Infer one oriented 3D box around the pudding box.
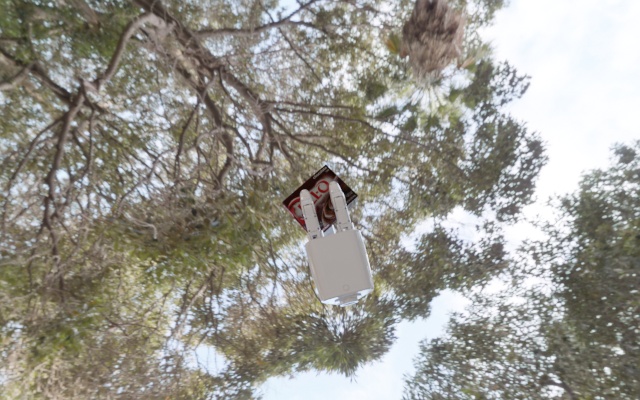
[{"bbox_3d":[0.000,0.003,0.881,0.113,0.090,0.039,-41,-18,-11],"label":"pudding box"}]
